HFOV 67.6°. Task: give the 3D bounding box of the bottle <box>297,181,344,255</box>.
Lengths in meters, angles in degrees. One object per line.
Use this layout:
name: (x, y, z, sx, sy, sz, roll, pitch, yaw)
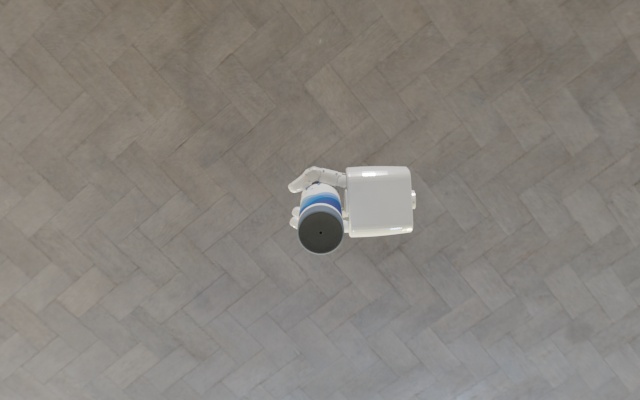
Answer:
bottle: (0.000, 0.003, 0.805, 0.069, 0.069, 0.295, 0, 17, 0)
